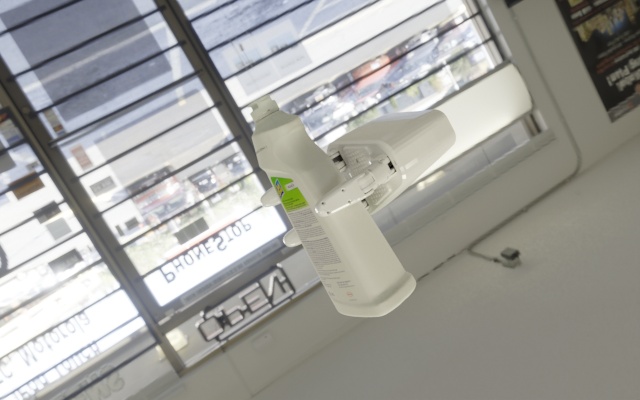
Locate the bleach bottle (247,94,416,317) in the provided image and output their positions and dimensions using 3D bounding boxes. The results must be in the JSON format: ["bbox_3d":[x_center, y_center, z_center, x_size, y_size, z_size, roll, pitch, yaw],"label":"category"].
[{"bbox_3d":[0.000,0.002,0.510,0.068,0.251,0.102,-34,8,-32],"label":"bleach bottle"}]
